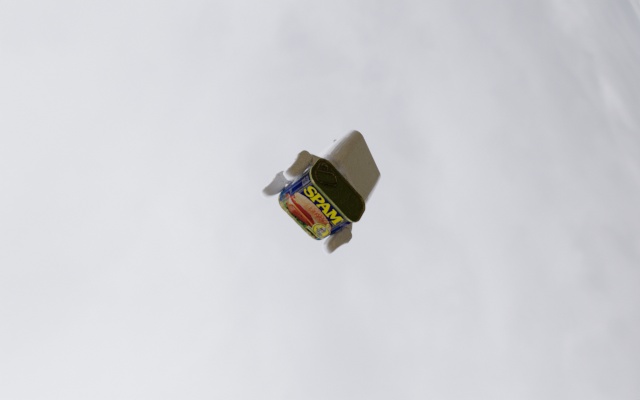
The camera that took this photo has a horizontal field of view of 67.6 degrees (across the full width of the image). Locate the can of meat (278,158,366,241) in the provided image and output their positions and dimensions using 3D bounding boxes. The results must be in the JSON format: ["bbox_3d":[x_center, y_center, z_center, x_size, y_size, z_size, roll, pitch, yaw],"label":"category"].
[{"bbox_3d":[0.000,0.003,0.698,0.084,0.102,0.057,-33,15,40],"label":"can of meat"}]
